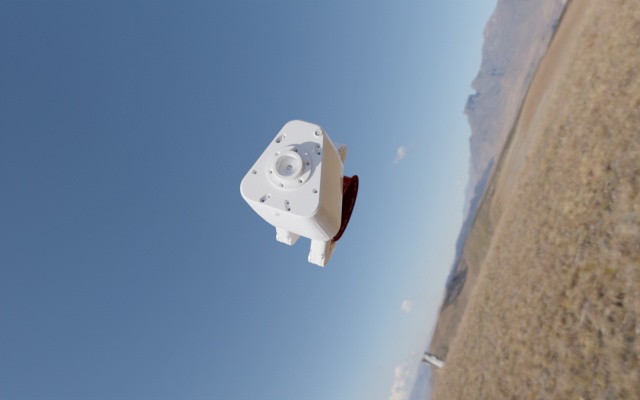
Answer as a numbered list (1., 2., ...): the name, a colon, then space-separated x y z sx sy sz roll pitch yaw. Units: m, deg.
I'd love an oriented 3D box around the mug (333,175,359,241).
1. mug: 0.000 0.002 0.657 0.081 0.093 0.117 18 -12 15
